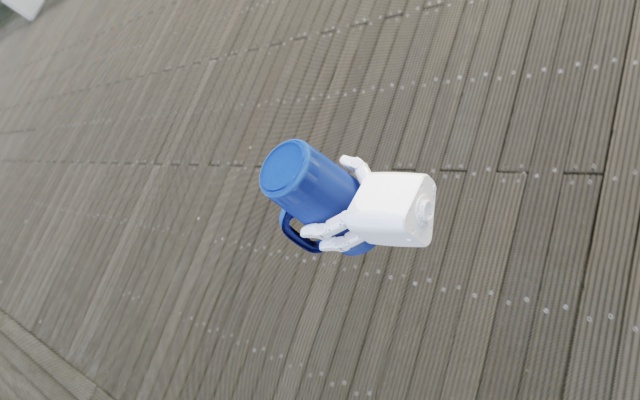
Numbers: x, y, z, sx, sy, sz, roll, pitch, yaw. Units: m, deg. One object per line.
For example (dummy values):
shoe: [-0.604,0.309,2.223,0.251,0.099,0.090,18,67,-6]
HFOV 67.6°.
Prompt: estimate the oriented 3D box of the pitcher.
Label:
pitcher: [0.000,0.003,0.843,0.145,0.149,0.243,5,-22,42]
